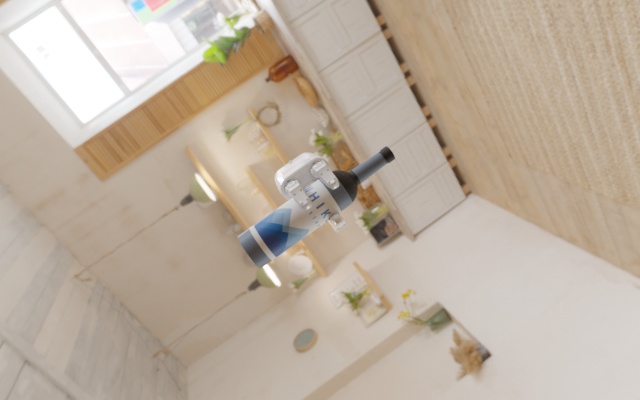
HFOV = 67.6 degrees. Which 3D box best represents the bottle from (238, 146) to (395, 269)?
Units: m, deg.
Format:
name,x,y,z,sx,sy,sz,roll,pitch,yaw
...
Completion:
name,x,y,z,sx,sy,sz,roll,pitch,yaw
bottle,0.000,0.003,0.809,0.295,0.069,0.069,-35,2,-3
